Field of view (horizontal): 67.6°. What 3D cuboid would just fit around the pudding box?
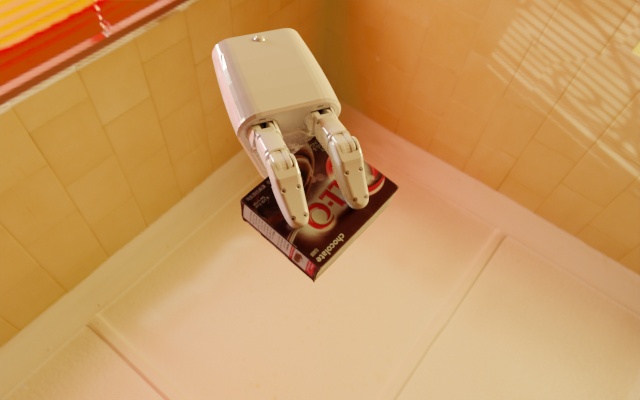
[{"bbox_3d":[0.000,0.001,0.422,0.090,0.113,0.039,39,-26,14],"label":"pudding box"}]
